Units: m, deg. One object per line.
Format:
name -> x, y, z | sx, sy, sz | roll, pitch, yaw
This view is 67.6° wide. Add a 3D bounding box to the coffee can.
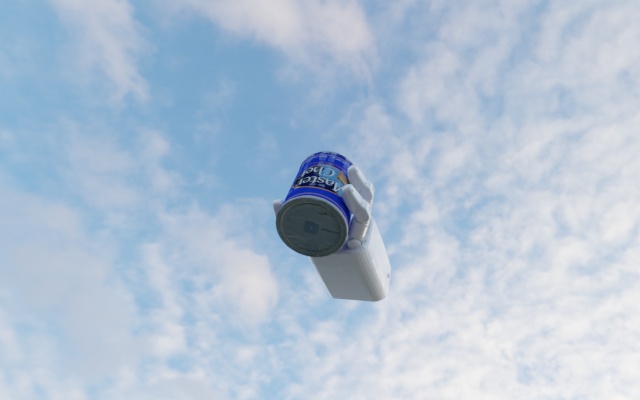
coffee can -> 0.000, 0.002, 0.721 | 0.103, 0.103, 0.140 | 0, 32, 13
